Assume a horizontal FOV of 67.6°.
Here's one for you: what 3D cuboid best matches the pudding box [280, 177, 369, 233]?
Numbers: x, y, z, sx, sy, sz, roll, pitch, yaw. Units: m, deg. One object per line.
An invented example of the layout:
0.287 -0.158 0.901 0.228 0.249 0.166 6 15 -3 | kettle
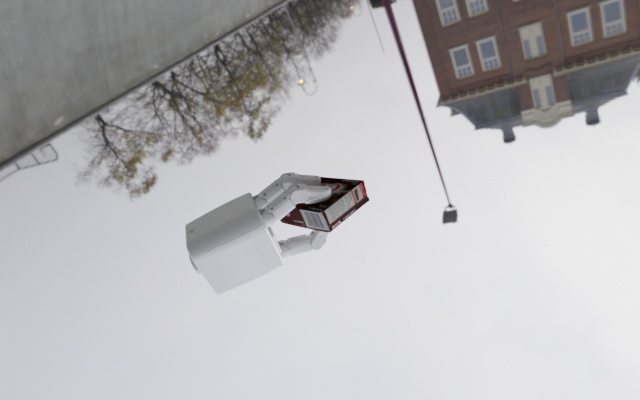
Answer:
0.000 0.002 0.696 0.113 0.039 0.090 10 39 47 | pudding box
